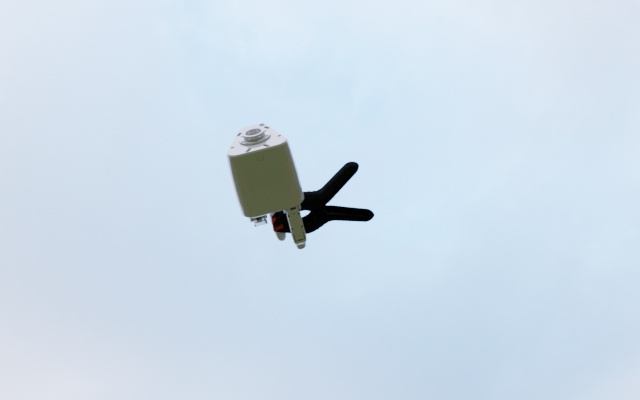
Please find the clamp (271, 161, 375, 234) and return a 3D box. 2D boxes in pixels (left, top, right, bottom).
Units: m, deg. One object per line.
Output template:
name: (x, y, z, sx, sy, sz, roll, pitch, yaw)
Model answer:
clamp: (0.000, 0.002, 0.774, 0.171, 0.120, 0.039, -15, 31, -5)
